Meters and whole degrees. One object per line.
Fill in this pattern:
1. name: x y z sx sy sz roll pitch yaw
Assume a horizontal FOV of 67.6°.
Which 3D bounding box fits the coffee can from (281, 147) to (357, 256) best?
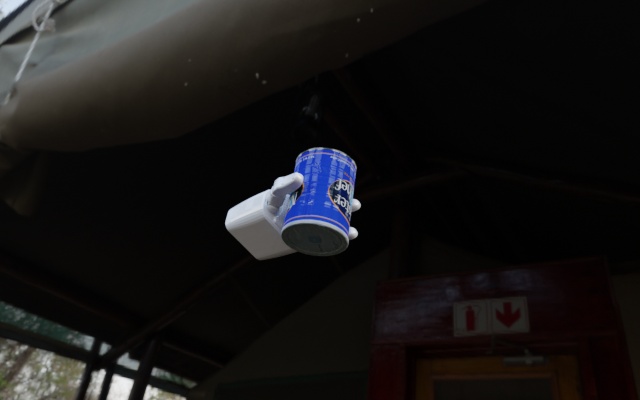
1. coffee can: 0.000 0.003 0.755 0.103 0.140 0.103 7 -32 4
